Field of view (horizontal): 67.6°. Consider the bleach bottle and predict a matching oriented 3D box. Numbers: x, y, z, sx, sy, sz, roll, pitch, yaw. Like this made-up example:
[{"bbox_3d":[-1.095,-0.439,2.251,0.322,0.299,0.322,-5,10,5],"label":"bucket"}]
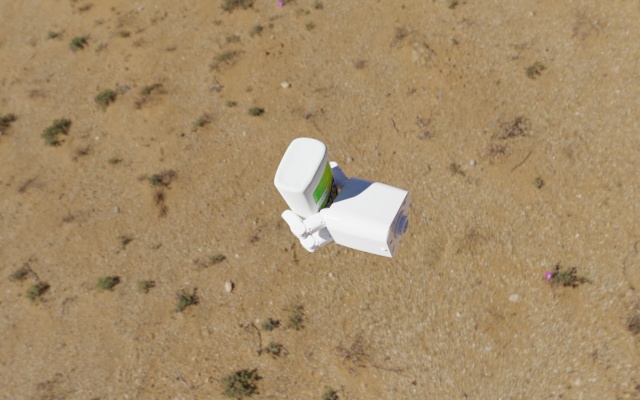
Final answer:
[{"bbox_3d":[0.000,0.003,0.842,0.068,0.102,0.251,15,-23,24],"label":"bleach bottle"}]
